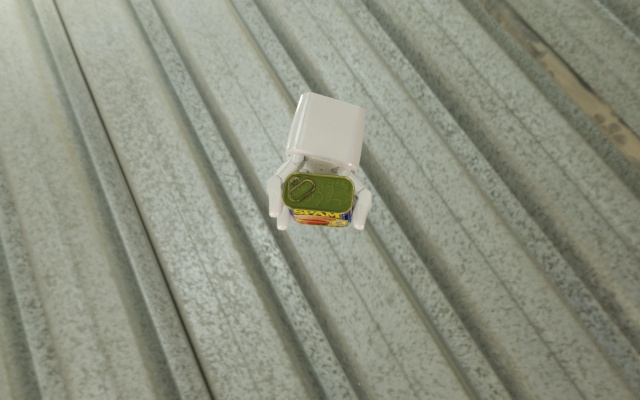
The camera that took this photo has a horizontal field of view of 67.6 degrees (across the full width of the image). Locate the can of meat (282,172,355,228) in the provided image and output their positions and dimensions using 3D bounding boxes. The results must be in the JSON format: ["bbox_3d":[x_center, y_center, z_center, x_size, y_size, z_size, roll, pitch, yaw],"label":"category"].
[{"bbox_3d":[0.000,0.003,0.713,0.102,0.057,0.084,5,-20,7],"label":"can of meat"}]
